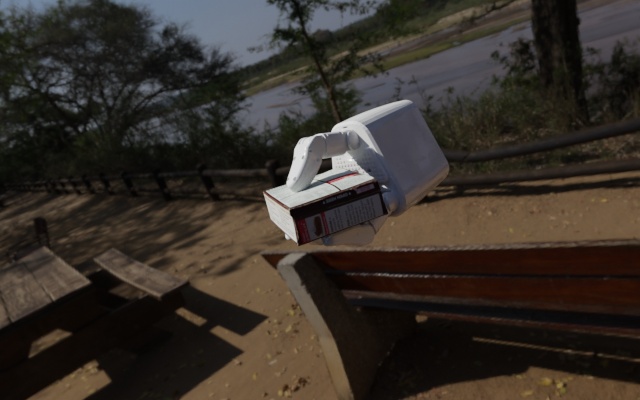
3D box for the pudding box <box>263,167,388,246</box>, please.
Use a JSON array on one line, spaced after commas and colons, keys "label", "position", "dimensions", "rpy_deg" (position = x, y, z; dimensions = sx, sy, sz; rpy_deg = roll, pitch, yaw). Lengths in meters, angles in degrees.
[{"label": "pudding box", "position": [0.000, 0.001, 0.467], "dimensions": [0.090, 0.039, 0.113], "rpy_deg": [-20, 13, -14]}]
